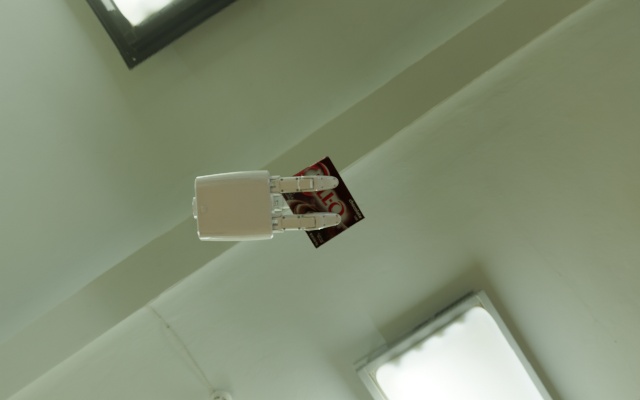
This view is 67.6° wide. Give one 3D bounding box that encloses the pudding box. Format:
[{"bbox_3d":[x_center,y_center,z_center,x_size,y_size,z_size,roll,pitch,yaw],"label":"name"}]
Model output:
[{"bbox_3d":[0.000,0.002,0.729,0.090,0.113,0.039,-32,6,-6],"label":"pudding box"}]
